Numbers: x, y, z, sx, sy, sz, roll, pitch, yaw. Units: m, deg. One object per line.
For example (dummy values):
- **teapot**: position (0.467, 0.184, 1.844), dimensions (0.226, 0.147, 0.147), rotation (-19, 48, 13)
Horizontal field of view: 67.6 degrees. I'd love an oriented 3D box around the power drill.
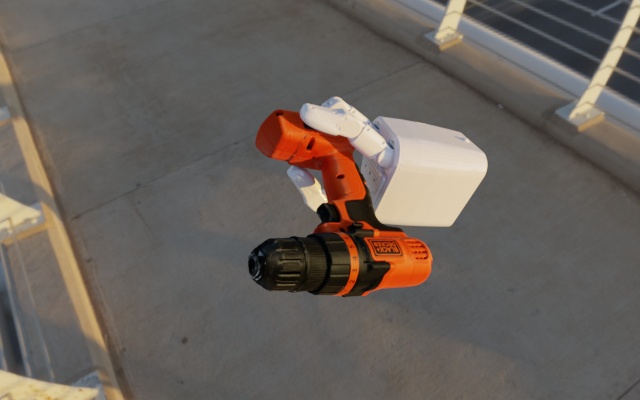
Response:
- **power drill**: position (0.000, 0.001, 0.441), dimensions (0.184, 0.187, 0.057), rotation (6, -41, -38)
